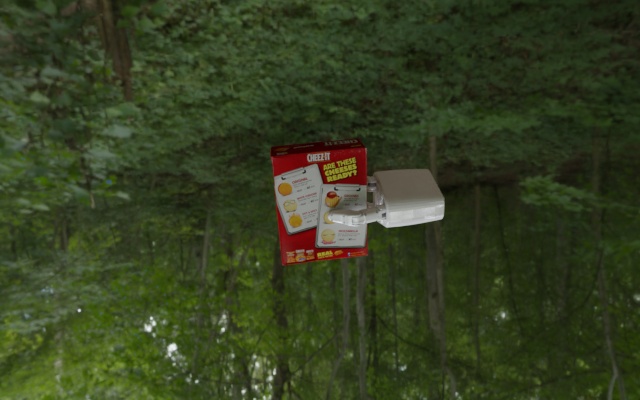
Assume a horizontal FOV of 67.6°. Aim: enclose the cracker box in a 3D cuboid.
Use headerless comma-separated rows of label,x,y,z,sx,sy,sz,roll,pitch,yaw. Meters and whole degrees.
cracker box,0.000,0.003,0.870,0.164,0.214,0.072,-6,24,-6
